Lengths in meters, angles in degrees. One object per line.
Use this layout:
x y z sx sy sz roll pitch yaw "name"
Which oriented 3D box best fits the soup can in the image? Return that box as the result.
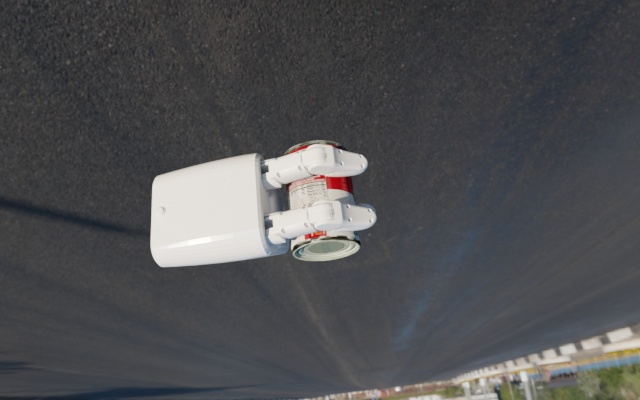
0.001 0.002 0.470 0.068 0.102 0.068 -6 -23 -2 "soup can"
